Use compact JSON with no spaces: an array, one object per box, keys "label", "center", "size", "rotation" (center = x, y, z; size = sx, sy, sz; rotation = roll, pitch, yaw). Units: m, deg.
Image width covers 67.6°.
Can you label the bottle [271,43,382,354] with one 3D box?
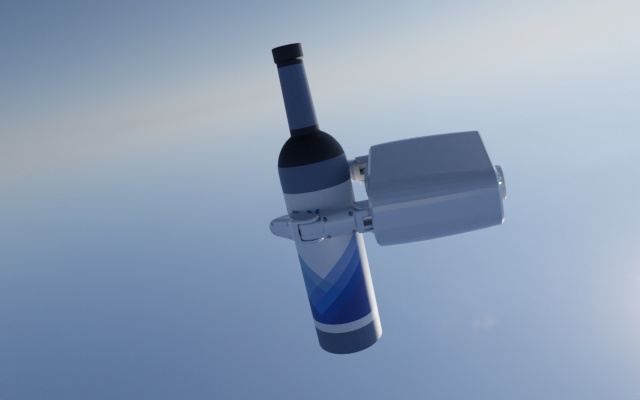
[{"label":"bottle","center":[0.000,0.002,0.462],"size":[0.069,0.296,0.069],"rotation":[-12,14,3]}]
